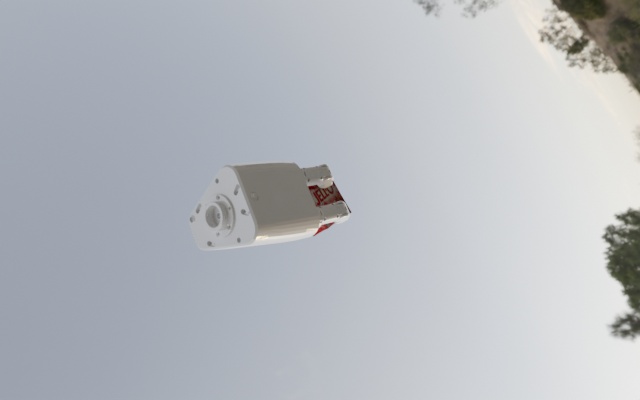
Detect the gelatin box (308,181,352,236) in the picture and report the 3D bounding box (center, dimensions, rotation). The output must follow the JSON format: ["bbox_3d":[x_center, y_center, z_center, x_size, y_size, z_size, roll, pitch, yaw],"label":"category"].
[{"bbox_3d":[0.000,0.002,0.677,0.030,0.073,0.089,-31,-2,30],"label":"gelatin box"}]
